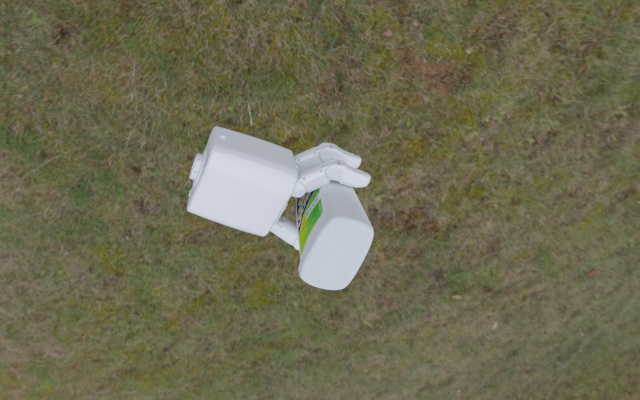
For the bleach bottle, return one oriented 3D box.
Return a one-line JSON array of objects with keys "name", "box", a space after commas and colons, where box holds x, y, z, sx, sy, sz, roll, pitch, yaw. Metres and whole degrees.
[{"name": "bleach bottle", "box": [0.000, 0.002, 0.644, 0.068, 0.103, 0.250, 18, 24, -19]}]
